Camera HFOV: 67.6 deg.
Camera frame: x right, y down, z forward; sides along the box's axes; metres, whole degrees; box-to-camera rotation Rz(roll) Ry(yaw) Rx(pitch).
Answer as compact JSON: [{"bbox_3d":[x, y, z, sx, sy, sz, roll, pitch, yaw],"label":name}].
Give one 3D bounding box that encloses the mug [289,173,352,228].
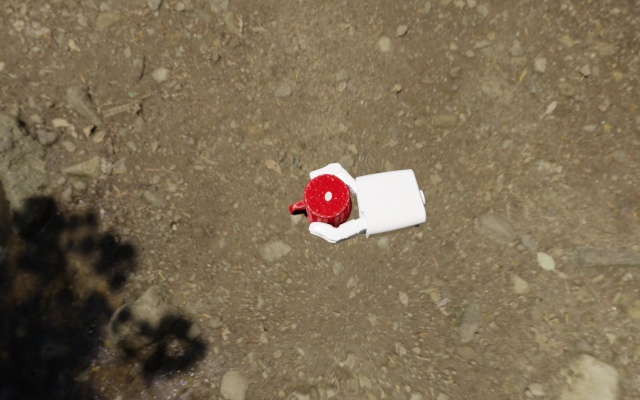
[{"bbox_3d":[-0.001,0.003,0.857,0.117,0.093,0.081,-12,-14,-1],"label":"mug"}]
